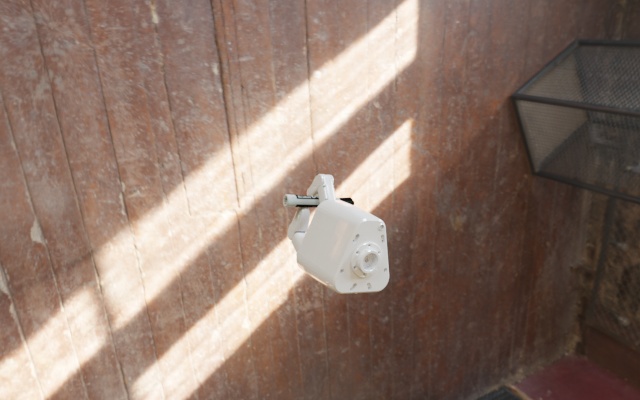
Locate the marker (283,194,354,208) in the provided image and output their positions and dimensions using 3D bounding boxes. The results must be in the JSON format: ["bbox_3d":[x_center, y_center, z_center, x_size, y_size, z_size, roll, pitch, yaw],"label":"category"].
[{"bbox_3d":[0.000,0.002,0.740,0.121,0.020,0.020,2,-1,-29],"label":"marker"}]
